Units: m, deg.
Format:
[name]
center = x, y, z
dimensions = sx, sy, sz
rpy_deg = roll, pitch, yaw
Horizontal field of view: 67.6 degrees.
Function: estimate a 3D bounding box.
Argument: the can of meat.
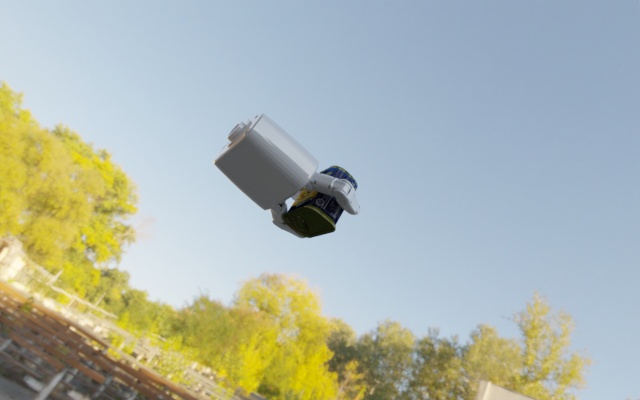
[can of meat]
center = 0.000, 0.002, 0.709
dimensions = 0.057, 0.084, 0.102
rpy_deg = 40, -28, -17
